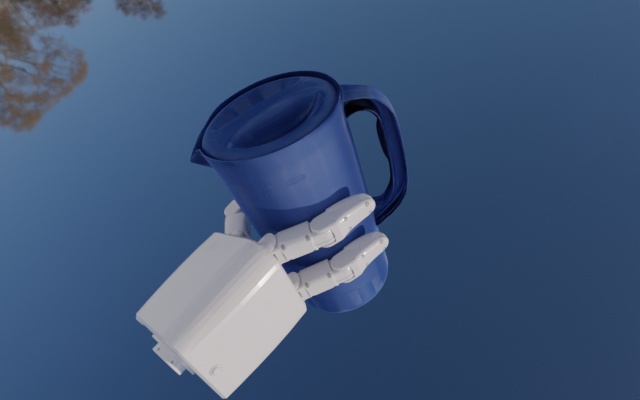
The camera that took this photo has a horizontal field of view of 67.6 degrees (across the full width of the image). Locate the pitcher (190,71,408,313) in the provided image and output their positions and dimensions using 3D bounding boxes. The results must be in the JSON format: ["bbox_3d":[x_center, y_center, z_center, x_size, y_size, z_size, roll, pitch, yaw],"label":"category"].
[{"bbox_3d":[0.000,0.002,0.482,0.149,0.243,0.145,19,56,40],"label":"pitcher"}]
